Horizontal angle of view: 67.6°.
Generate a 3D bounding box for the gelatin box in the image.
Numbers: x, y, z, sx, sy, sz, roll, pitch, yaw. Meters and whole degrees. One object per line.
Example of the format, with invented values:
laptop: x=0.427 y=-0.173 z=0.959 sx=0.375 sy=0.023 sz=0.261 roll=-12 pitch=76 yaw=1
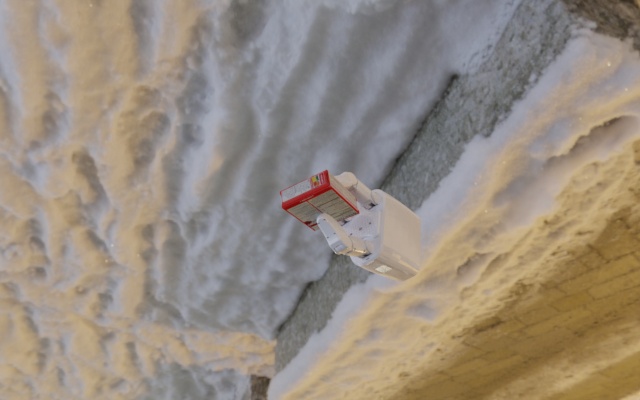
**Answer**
gelatin box: x=0.000 y=0.002 z=0.639 sx=0.073 sy=0.030 sz=0.089 roll=-24 pitch=-34 yaw=21
